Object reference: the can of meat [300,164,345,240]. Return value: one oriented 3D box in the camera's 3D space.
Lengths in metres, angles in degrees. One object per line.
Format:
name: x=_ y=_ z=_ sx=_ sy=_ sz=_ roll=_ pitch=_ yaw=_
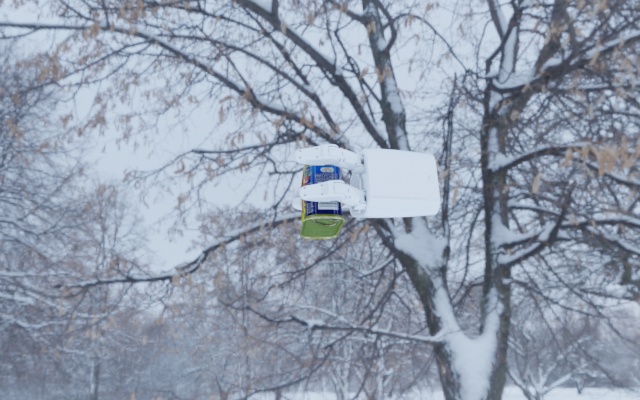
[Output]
can of meat: x=0.000 y=0.002 z=0.687 sx=0.057 sy=0.084 sz=0.102 roll=1 pitch=-20 yaw=-6
